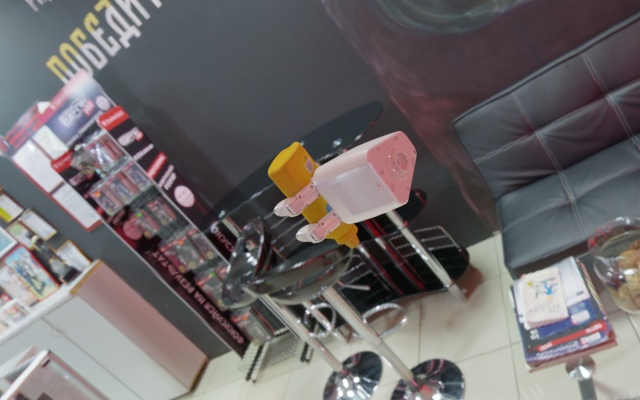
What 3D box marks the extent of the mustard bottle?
[{"bbox_3d":[0.000,0.002,0.759,0.058,0.192,0.096,-32,19,22],"label":"mustard bottle"}]
